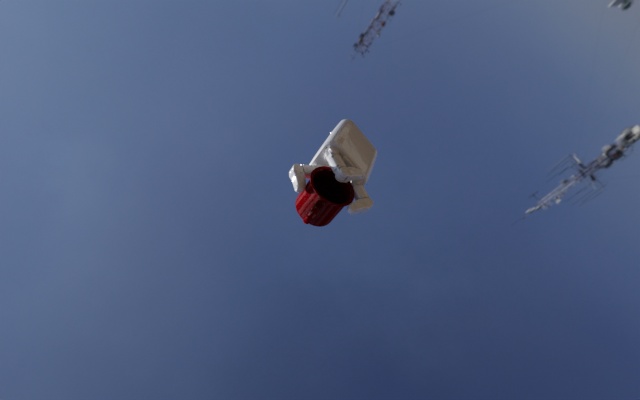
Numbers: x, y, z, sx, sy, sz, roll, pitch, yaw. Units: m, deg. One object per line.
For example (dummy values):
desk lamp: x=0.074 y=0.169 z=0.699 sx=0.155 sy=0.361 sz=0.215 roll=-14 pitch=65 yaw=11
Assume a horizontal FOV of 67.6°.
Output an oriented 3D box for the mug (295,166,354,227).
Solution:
mug: x=0.000 y=0.004 z=0.895 sx=0.093 sy=0.081 sz=0.117 roll=35 pitch=42 yaw=-4
